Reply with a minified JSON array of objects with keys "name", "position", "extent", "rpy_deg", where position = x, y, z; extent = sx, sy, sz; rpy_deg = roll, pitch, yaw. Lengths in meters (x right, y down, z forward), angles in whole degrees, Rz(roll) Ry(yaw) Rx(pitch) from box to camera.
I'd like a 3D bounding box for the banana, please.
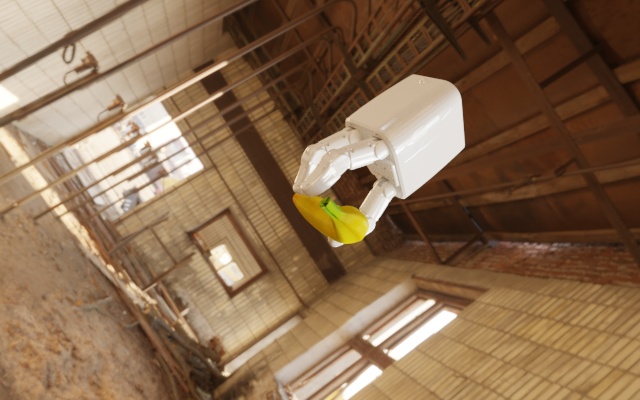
[{"name":"banana","position":[0.013,0.016,0.529],"extent":[0.037,0.069,0.198],"rpy_deg":[-41,9,-9]}]
